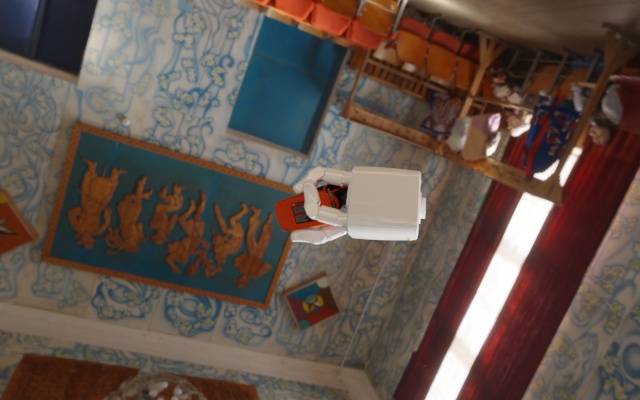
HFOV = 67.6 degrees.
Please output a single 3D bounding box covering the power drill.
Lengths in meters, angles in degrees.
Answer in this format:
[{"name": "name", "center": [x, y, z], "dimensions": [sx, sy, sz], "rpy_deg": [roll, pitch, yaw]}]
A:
[{"name": "power drill", "center": [0.000, 0.003, 0.854], "dimensions": [0.184, 0.057, 0.187], "rpy_deg": [-14, 6, 30]}]
